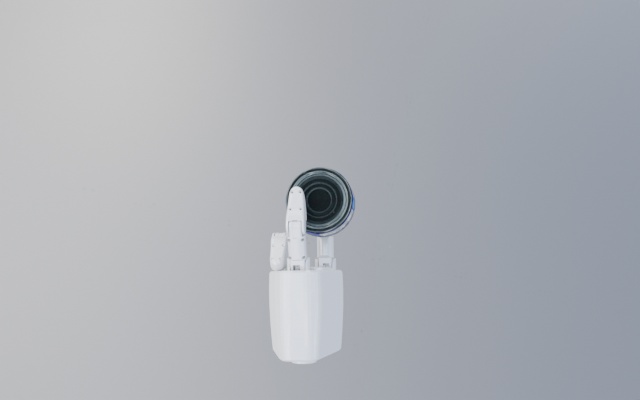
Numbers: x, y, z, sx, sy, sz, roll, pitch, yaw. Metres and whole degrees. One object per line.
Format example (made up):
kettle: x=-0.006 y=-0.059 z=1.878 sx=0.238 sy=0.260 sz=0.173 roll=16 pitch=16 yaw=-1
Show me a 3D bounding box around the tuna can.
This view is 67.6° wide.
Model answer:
tuna can: x=0.000 y=0.002 z=0.604 sx=0.086 sy=0.086 sz=0.034 roll=0 pitch=-11 yaw=8
